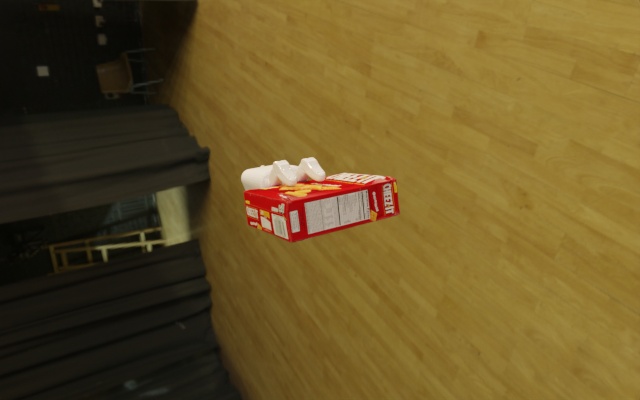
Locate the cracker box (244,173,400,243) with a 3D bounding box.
[{"bbox_3d":[0.000,0.003,0.816,0.213,0.072,0.164,-13,13,-30],"label":"cracker box"}]
